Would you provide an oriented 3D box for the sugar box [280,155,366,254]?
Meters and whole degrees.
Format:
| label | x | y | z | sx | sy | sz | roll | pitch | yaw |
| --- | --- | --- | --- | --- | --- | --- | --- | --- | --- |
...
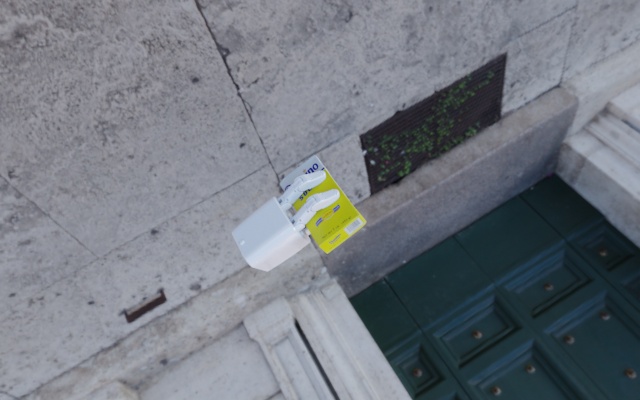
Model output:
| label | x | y | z | sx | sy | sz | roll | pitch | yaw |
| --- | --- | --- | --- | --- | --- | --- | --- | --- | --- |
| sugar box | 0.000 | 0.003 | 0.890 | 0.093 | 0.176 | 0.048 | -38 | -35 | 3 |
